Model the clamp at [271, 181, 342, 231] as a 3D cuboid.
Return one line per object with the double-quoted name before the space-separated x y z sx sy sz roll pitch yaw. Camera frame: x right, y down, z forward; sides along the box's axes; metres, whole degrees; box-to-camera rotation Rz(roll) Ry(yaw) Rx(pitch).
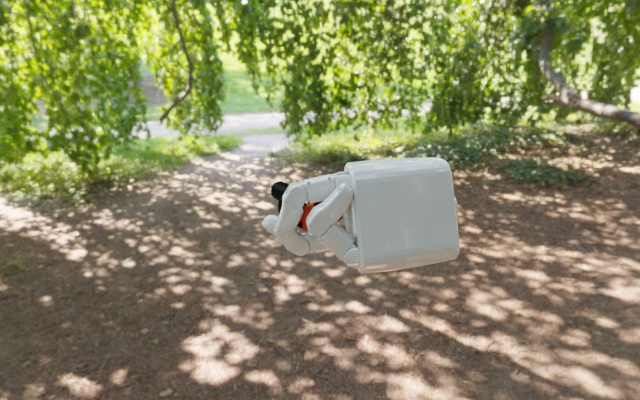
"clamp" 0.000 0.001 0.592 0.120 0.039 0.171 -5 15 -6
